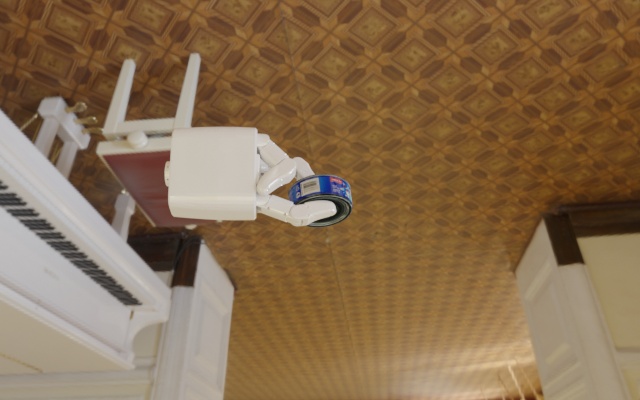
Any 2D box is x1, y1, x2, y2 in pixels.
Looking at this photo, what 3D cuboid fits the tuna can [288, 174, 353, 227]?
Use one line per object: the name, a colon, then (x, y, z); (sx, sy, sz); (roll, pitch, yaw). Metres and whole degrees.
tuna can: (0.000, 0.003, 0.644); (0.086, 0.033, 0.086); (-5, -32, -3)
